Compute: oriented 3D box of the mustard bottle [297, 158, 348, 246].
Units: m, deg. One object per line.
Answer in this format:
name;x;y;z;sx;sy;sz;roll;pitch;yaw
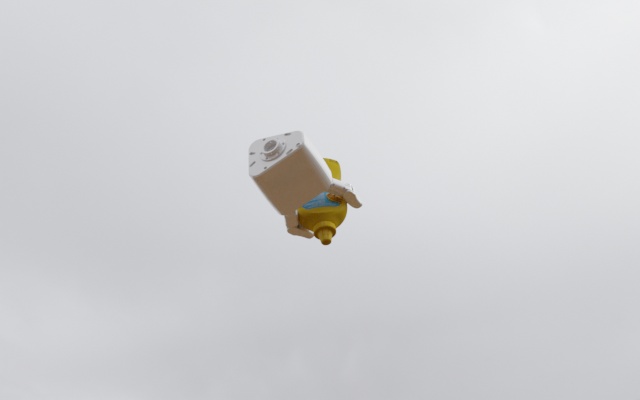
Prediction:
mustard bottle;0.000;0.003;0.887;0.096;0.191;0.058;-5;-43;-4
